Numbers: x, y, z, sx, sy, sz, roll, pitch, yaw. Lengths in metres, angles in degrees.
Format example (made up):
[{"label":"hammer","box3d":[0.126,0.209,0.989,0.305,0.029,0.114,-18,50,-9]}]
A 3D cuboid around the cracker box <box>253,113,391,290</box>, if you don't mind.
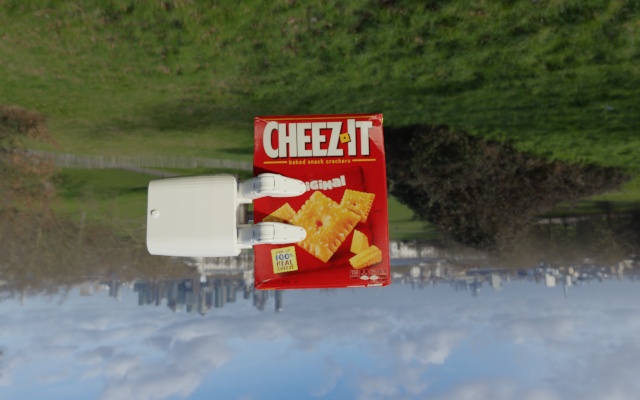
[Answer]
[{"label":"cracker box","box3d":[0.000,0.002,0.600,0.164,0.213,0.072,-1,-9,0]}]
